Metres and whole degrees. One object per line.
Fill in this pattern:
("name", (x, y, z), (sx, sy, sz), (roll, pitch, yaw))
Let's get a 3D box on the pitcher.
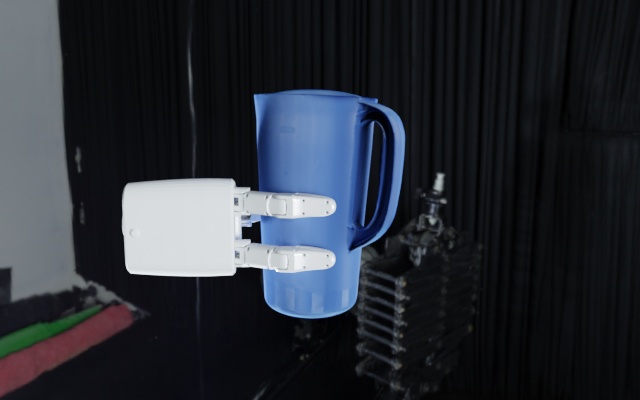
("pitcher", (0.000, 0.002, 0.529), (0.145, 0.243, 0.149), (0, 11, -9))
